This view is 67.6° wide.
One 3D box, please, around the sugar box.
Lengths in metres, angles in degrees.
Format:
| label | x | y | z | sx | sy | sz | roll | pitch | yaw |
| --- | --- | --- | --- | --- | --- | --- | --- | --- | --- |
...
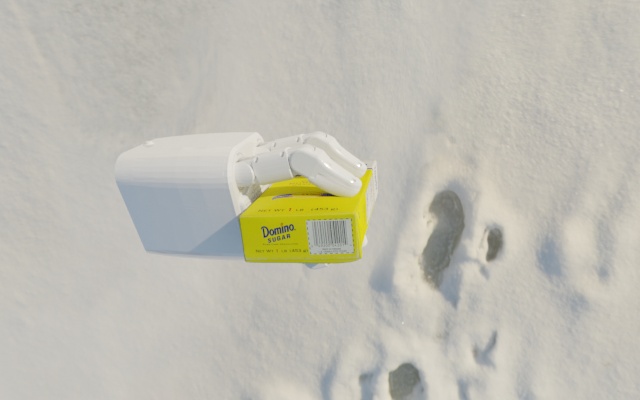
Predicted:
| label | x | y | z | sx | sy | sz | roll | pitch | yaw |
| --- | --- | --- | --- | --- | --- | --- | --- | --- | --- |
| sugar box | 0.000 | 0.001 | 0.437 | 0.093 | 0.048 | 0.176 | -1 | 20 | 11 |
